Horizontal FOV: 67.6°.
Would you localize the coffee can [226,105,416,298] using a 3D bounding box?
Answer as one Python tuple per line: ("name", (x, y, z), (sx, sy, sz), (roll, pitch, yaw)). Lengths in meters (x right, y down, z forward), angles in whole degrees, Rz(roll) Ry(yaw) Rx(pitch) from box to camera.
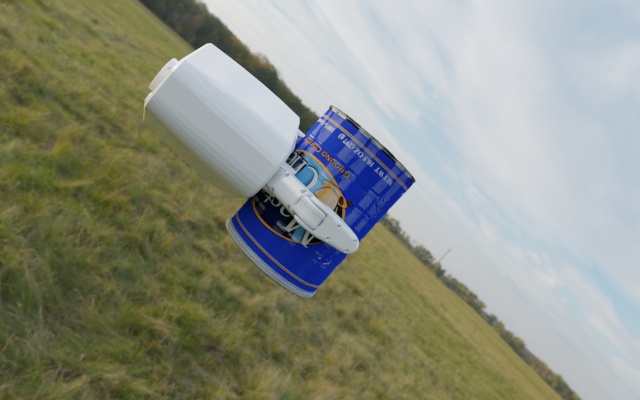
("coffee can", (0.000, 0.002, 0.429), (0.103, 0.140, 0.103), (42, 4, -4))
